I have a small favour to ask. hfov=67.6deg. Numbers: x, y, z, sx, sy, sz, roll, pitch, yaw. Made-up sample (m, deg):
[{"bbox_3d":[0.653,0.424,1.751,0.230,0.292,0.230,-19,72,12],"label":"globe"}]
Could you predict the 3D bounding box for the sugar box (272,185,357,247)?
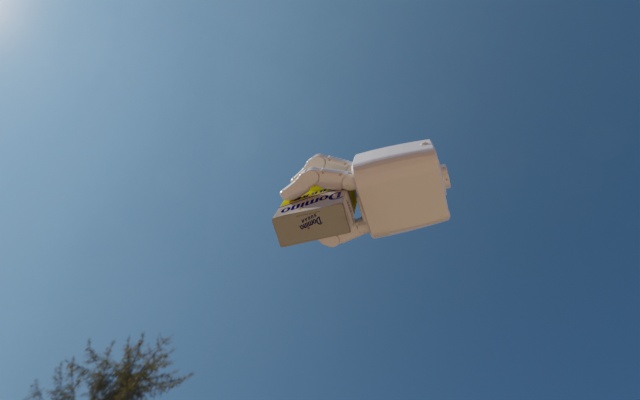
[{"bbox_3d":[0.000,0.002,0.651,0.093,0.048,0.176,-13,14,12],"label":"sugar box"}]
